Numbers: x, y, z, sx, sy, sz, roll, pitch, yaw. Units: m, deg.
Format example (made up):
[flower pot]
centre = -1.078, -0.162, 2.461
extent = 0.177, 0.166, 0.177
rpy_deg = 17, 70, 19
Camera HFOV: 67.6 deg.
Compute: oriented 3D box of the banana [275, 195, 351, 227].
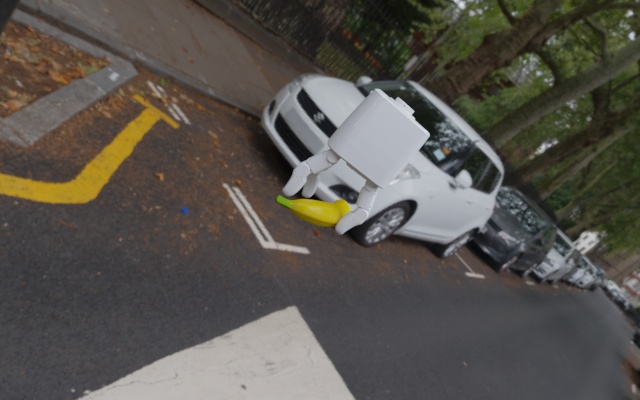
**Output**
[banana]
centre = 0.010, 0.014, 0.771
extent = 0.069, 0.037, 0.198
rpy_deg = 45, 17, 25
